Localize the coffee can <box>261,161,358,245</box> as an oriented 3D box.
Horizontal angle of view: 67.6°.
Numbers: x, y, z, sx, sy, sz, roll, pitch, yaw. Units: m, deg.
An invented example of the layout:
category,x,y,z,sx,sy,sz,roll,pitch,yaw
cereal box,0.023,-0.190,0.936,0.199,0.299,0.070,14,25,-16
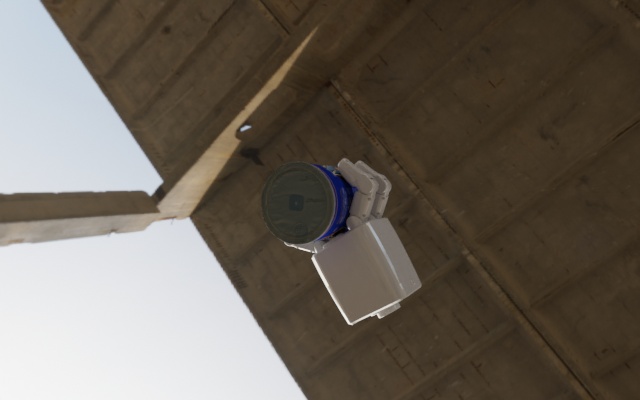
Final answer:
category,x,y,z,sx,sy,sz,roll,pitch,yaw
coffee can,0.000,0.002,0.646,0.103,0.103,0.140,0,1,26
